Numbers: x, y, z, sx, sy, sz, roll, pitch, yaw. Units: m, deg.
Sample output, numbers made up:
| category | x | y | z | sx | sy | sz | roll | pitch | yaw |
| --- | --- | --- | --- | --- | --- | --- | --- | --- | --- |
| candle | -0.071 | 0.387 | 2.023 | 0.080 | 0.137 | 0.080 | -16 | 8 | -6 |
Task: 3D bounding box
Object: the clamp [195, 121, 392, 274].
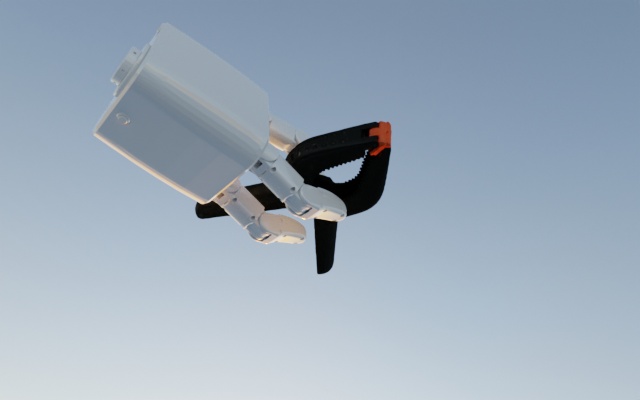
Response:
| category | x | y | z | sx | sy | sz | roll | pitch | yaw |
| --- | --- | --- | --- | --- | --- | --- | --- | --- | --- |
| clamp | 0.000 | 0.001 | 0.457 | 0.164 | 0.036 | 0.210 | 33 | -47 | -28 |
